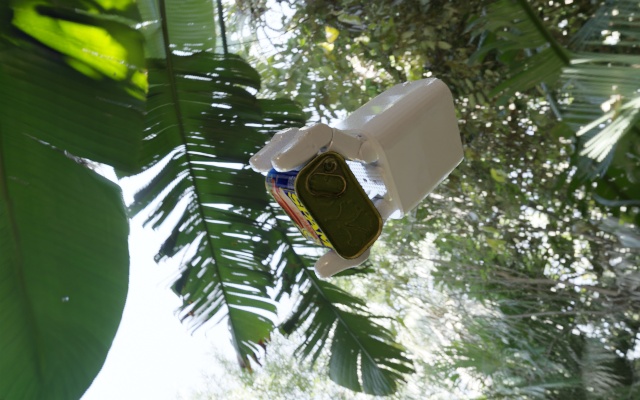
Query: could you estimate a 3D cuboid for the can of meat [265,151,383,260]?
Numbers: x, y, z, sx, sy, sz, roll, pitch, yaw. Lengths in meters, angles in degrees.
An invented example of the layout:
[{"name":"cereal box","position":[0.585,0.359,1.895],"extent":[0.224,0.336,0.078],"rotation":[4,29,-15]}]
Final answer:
[{"name":"can of meat","position":[0.000,0.002,0.467],"extent":[0.057,0.102,0.084],"rotation":[-42,23,-17]}]
